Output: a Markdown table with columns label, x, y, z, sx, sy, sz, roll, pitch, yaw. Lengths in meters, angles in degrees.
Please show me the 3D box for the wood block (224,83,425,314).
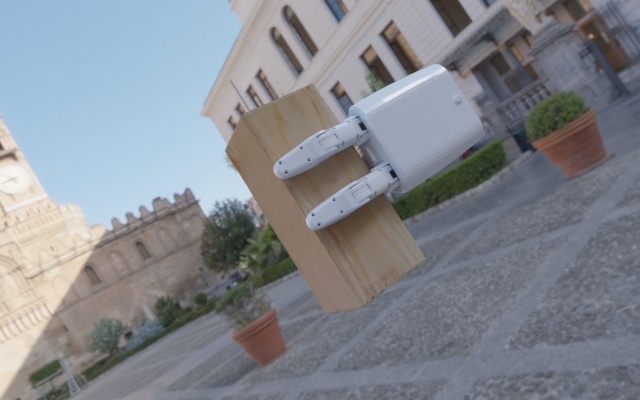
| label | x | y | z | sx | sy | sz | roll | pitch | yaw |
| --- | --- | --- | --- | --- | --- | --- | --- | --- | --- |
| wood block | 0.000 | 0.001 | 0.489 | 0.090 | 0.206 | 0.091 | -31 | -4 | -26 |
